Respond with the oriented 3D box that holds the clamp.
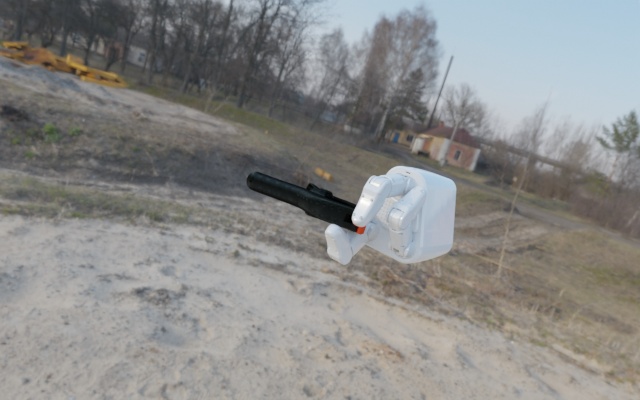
[{"bbox_3d":[0.000,0.001,0.611,0.171,0.039,0.120,25,16,34],"label":"clamp"}]
